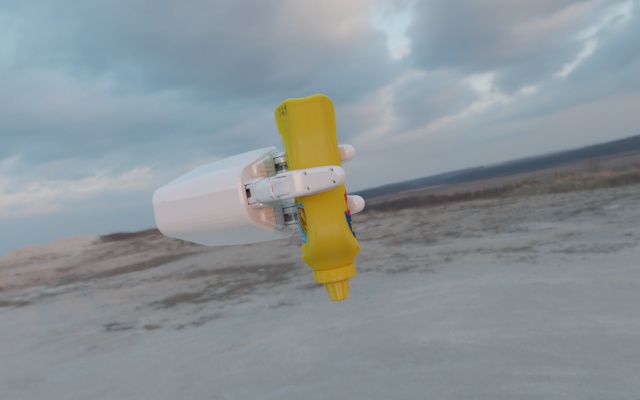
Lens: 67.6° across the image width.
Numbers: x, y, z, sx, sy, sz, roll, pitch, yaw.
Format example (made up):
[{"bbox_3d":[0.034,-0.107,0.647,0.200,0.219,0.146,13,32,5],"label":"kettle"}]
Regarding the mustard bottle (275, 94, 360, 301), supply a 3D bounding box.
[{"bbox_3d":[0.000,0.001,0.461,0.058,0.191,0.096,-10,0,-4],"label":"mustard bottle"}]
